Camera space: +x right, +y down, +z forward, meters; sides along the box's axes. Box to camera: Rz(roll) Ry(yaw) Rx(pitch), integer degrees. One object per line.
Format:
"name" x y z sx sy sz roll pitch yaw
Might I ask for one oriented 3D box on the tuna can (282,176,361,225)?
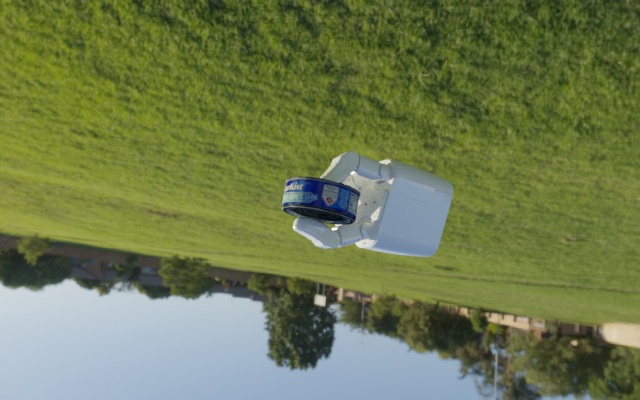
"tuna can" 0.000 0.002 0.536 0.086 0.033 0.086 10 -12 2
